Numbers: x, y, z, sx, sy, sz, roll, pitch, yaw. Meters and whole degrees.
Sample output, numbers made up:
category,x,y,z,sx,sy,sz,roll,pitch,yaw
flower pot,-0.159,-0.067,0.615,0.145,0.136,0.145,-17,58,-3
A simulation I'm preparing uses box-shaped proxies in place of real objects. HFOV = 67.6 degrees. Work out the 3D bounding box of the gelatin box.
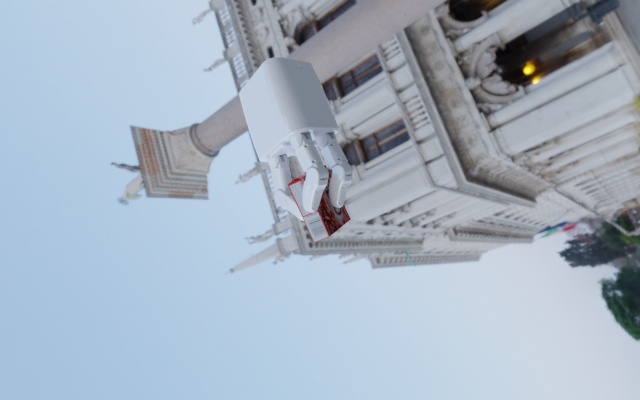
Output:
category,x,y,z,sx,sy,sz,roll,pitch,yaw
gelatin box,0.000,0.003,0.658,0.030,0.089,0.073,-21,6,31
